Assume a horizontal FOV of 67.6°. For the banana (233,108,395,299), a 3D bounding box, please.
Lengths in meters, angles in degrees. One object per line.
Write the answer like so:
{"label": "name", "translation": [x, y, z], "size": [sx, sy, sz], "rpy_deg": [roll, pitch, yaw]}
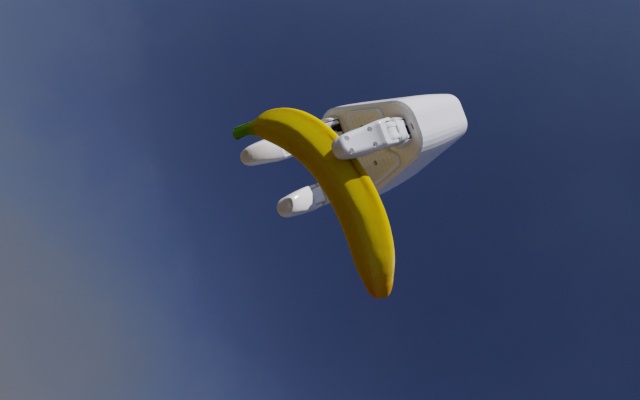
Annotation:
{"label": "banana", "translation": [0.007, -0.013, 0.394], "size": [0.037, 0.197, 0.070], "rpy_deg": [-21, -24, -50]}
